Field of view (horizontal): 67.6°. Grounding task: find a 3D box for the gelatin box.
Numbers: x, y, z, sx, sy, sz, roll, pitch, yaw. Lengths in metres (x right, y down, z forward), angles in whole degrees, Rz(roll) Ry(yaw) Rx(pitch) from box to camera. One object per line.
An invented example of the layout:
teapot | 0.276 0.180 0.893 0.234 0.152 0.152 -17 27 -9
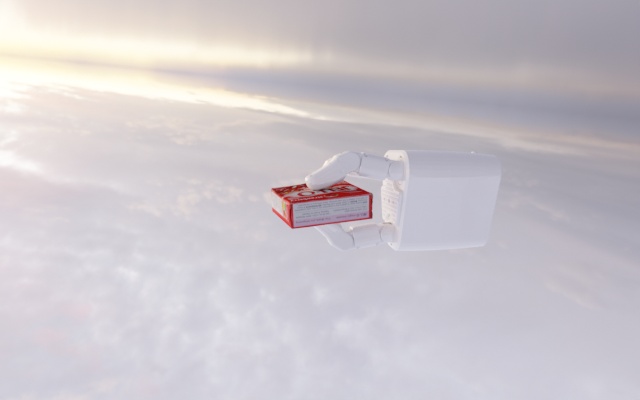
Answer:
gelatin box | 0.000 0.002 0.498 0.089 0.030 0.073 -7 15 -19
